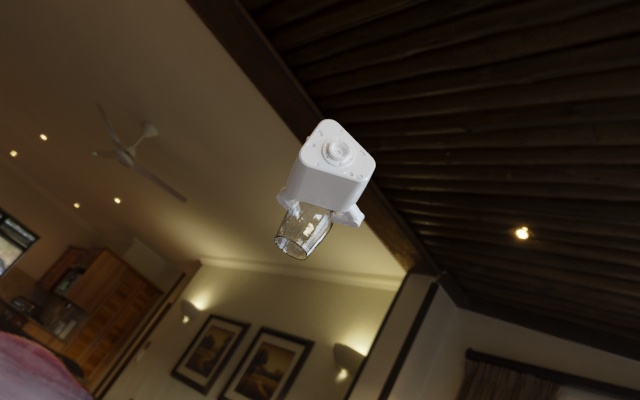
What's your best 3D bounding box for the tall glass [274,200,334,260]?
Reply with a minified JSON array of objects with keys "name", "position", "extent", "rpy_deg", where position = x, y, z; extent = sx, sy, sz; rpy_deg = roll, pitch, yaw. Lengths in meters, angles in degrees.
[{"name":"tall glass","position":[0.000,0.002,0.806],"extent":[0.079,0.201,0.079],"rpy_deg":[25,-28,15]}]
